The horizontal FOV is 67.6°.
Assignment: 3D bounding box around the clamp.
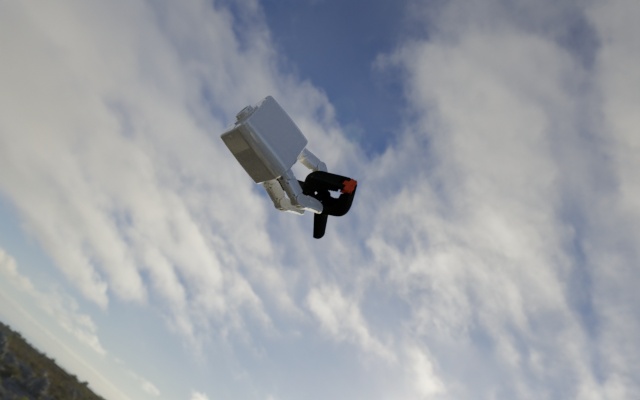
[{"bbox_3d":[0.001,0.002,0.856,0.210,0.164,0.036,-10,34,53],"label":"clamp"}]
